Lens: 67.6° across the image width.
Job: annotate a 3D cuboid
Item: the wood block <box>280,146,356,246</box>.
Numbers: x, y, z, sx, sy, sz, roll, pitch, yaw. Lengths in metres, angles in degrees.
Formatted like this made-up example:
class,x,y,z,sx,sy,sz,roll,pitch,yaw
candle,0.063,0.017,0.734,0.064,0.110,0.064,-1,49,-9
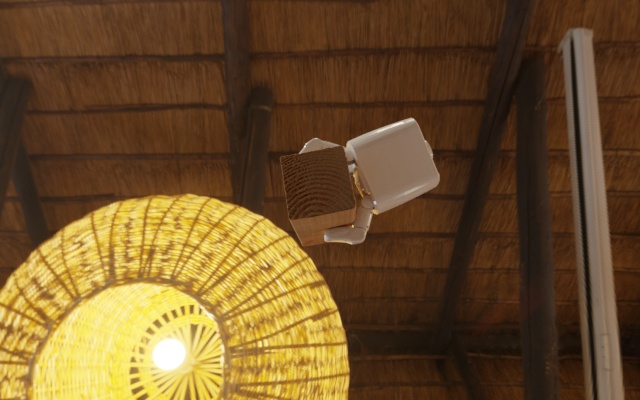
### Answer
class,x,y,z,sx,sy,sz,roll,pitch,yaw
wood block,0.001,0.003,0.721,0.090,0.090,0.206,-10,-15,0
